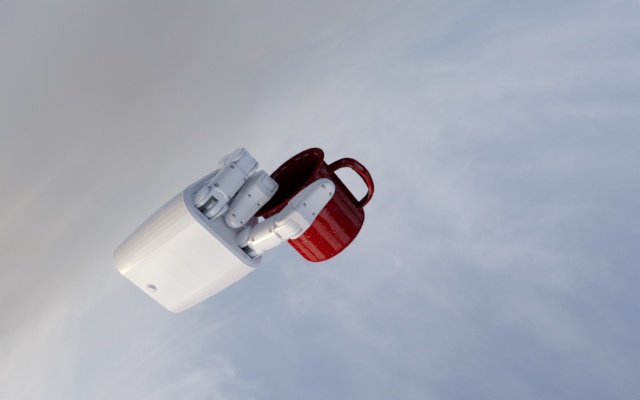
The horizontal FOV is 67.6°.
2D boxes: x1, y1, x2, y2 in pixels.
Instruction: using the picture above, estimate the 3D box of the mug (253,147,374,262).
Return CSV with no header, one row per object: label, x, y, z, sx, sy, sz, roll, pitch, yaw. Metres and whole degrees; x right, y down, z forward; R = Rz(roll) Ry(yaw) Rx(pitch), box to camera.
mug,0.001,0.001,0.475,0.117,0.081,0.093,-32,26,21
